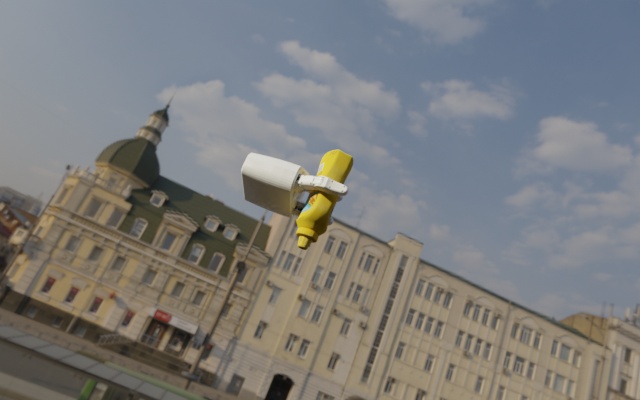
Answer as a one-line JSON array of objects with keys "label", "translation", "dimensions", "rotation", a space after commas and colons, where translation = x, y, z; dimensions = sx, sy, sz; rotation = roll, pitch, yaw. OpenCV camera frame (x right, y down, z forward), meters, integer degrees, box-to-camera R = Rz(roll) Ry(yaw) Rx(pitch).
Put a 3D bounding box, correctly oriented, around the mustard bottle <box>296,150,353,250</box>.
[{"label": "mustard bottle", "translation": [0.001, 0.003, 0.896], "dimensions": [0.058, 0.191, 0.096], "rotation": [27, -21, -12]}]
